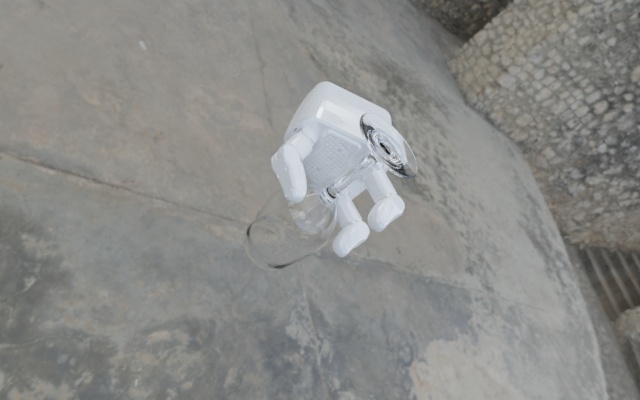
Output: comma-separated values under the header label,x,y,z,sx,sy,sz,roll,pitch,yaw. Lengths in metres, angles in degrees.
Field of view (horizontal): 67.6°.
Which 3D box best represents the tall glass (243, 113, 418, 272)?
label,x,y,z,sx,sy,sz,roll,pitch,yaw
tall glass,0.000,0.001,0.493,0.079,0.079,0.201,0,-32,-49
